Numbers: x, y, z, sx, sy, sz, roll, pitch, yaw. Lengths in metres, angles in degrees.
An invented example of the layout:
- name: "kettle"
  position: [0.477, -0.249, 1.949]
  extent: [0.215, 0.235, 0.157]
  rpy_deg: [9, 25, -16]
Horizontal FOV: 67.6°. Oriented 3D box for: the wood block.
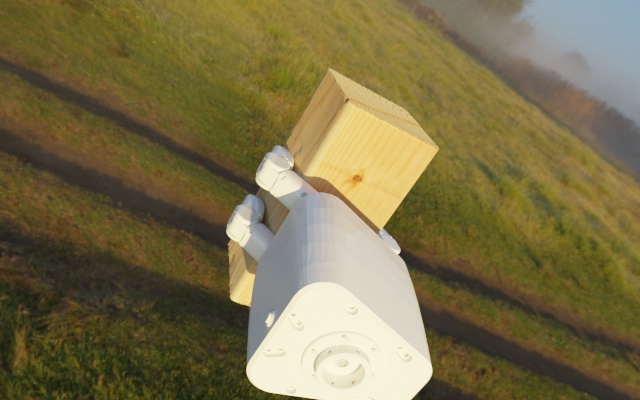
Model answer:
- name: "wood block"
  position: [0.000, 0.002, 0.438]
  extent: [0.091, 0.206, 0.090]
  rpy_deg: [22, 25, -24]
